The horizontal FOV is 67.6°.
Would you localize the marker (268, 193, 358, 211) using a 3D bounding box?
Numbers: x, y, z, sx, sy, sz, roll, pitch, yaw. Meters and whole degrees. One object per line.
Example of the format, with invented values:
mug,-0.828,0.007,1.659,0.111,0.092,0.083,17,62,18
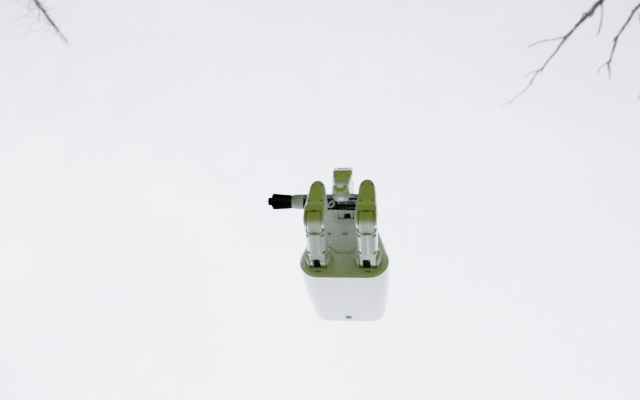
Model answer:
marker,0.000,0.002,0.538,0.121,0.020,0.020,0,0,9
